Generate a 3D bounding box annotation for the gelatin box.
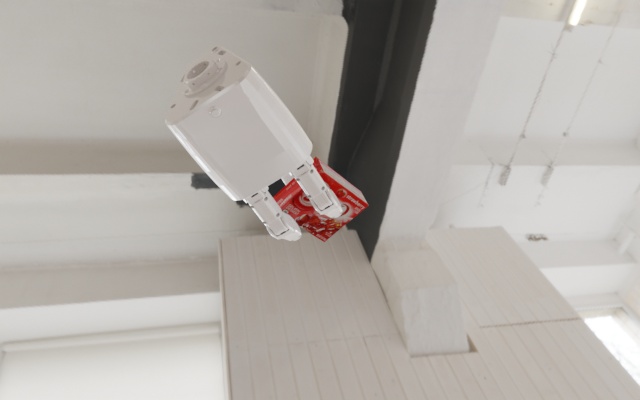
[{"bbox_3d":[0.000,0.002,0.553,0.073,0.030,0.089,-41,-48,16],"label":"gelatin box"}]
